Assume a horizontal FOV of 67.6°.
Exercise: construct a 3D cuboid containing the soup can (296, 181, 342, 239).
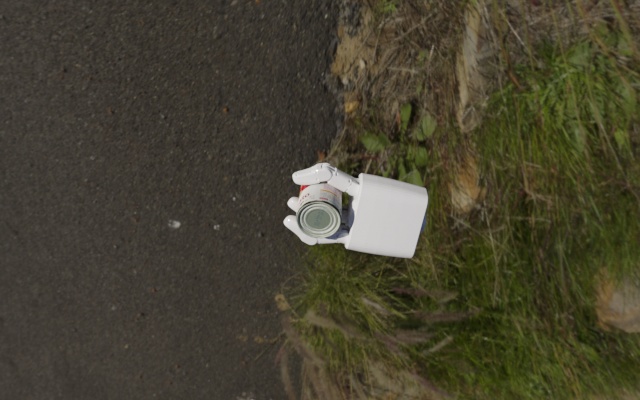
[{"bbox_3d":[0.000,0.002,0.729,0.068,0.068,0.102,0,33,4],"label":"soup can"}]
